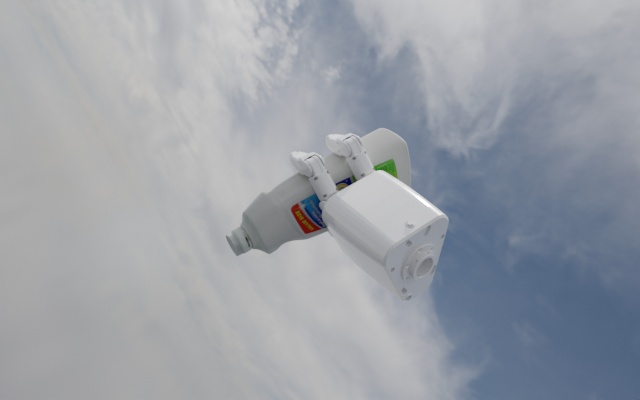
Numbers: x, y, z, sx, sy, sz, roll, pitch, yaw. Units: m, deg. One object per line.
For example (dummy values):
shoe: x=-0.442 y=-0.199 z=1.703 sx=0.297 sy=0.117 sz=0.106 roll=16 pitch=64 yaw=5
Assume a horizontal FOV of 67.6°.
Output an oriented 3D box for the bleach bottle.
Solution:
bleach bottle: x=0.000 y=0.002 z=0.605 sx=0.251 sy=0.103 sz=0.068 roll=-29 pitch=43 yaw=-21
